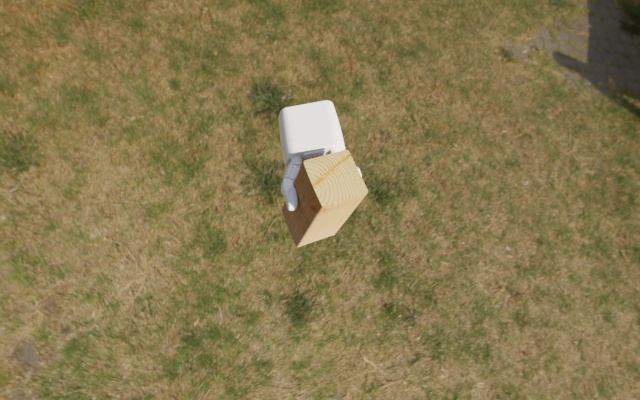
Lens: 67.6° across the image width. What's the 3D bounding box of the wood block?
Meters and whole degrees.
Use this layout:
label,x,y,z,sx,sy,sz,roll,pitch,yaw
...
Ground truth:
label,x,y,z,sx,sy,sz,roll,pitch,yaw
wood block,0.000,0.003,0.888,0.091,0.090,0.206,-16,-19,-21
